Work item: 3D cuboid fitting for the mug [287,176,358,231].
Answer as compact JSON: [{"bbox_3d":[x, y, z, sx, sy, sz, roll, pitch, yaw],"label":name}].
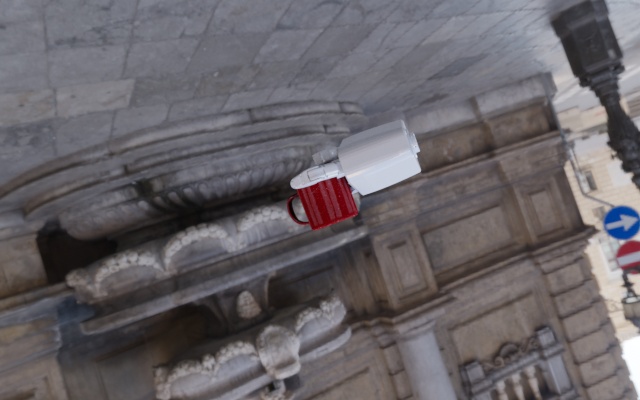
[{"bbox_3d":[-0.001,0.003,0.778,0.117,0.081,0.093,-21,-3,16],"label":"mug"}]
